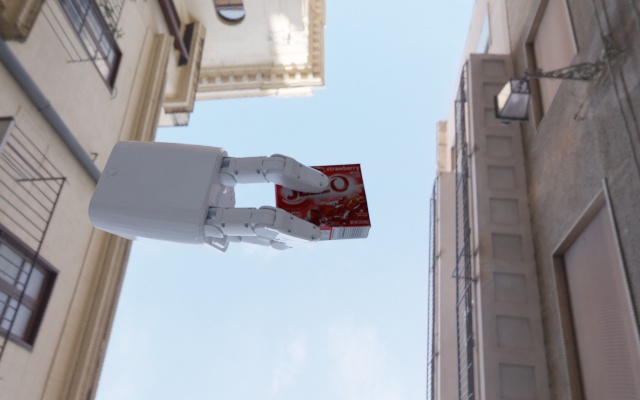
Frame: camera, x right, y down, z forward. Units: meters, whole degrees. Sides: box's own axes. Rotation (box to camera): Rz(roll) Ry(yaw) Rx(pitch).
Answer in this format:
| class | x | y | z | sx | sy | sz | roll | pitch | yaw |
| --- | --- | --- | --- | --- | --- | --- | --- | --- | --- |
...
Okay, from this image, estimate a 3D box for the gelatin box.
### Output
| class | x | y | z | sx | sy | sz | roll | pitch | yaw |
| --- | --- | --- | --- | --- | --- | --- | --- | --- | --- |
| gelatin box | 0.000 | 0.002 | 0.468 | 0.089 | 0.073 | 0.030 | -3 | -32 | -7 |
